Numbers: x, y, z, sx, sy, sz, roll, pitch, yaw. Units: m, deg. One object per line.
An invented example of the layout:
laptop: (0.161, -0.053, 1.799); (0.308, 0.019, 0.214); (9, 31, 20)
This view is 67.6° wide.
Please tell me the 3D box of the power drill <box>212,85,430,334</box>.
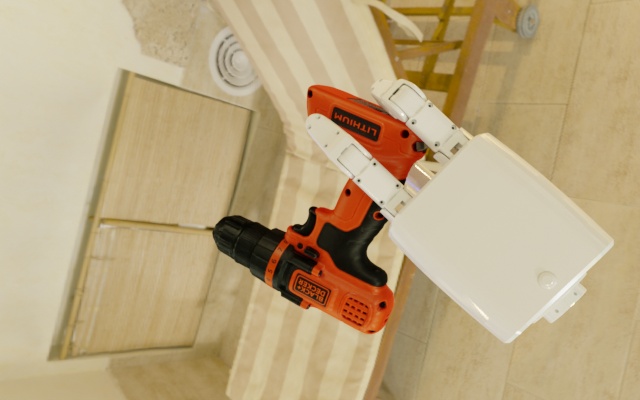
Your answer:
power drill: (0.000, 0.001, 0.414); (0.184, 0.188, 0.057); (25, 21, 17)
